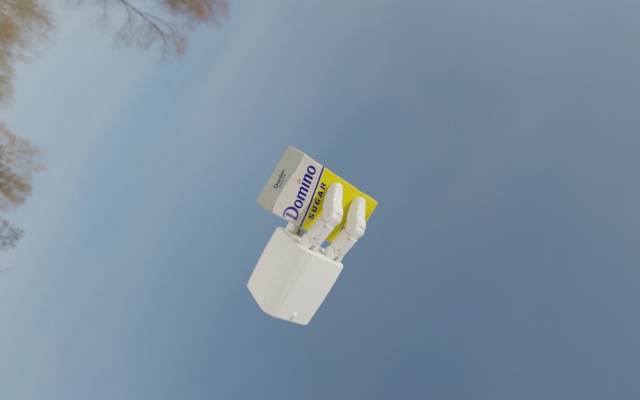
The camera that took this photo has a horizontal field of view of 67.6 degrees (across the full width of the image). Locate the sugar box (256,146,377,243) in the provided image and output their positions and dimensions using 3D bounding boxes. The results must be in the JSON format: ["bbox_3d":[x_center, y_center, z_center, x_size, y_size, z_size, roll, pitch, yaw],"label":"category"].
[{"bbox_3d":[0.000,0.003,0.703,0.176,0.093,0.048,29,2,-44],"label":"sugar box"}]
